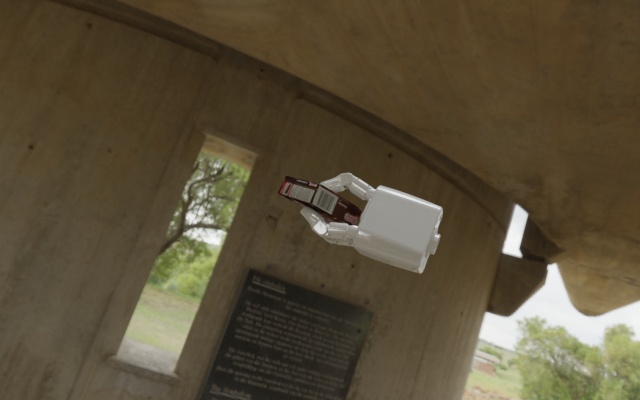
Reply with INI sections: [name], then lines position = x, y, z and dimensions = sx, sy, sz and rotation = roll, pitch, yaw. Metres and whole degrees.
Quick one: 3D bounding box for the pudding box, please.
[pudding box]
position = 0.000, 0.002, 0.786
dimensions = 0.090, 0.039, 0.113
rotation = 16, -13, 47
